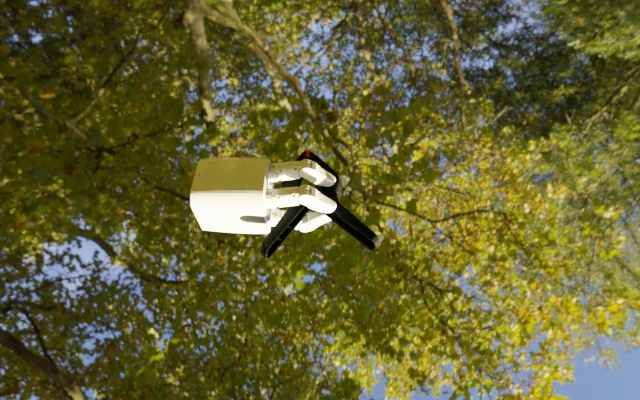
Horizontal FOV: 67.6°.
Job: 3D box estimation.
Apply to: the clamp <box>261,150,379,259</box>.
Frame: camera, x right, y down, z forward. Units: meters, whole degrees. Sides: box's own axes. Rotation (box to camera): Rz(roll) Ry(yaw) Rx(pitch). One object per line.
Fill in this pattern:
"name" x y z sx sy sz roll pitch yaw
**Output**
"clamp" 0.000 0.003 0.723 0.164 0.209 0.036 2 -43 -2
